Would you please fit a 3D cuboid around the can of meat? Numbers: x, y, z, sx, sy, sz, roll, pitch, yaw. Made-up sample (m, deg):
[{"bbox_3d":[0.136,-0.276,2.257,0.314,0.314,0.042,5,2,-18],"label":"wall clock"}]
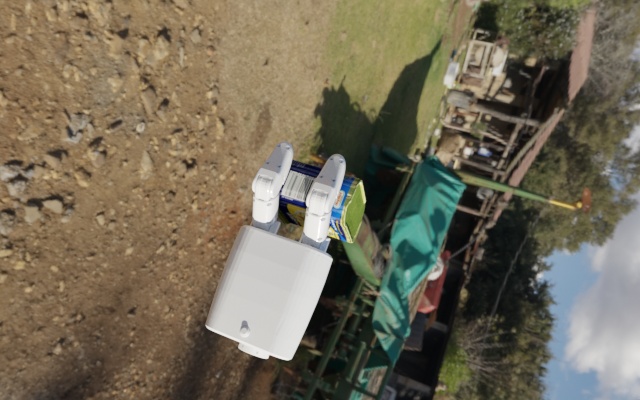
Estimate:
[{"bbox_3d":[0.000,0.002,0.514,0.084,0.057,0.102,17,-16,15],"label":"can of meat"}]
